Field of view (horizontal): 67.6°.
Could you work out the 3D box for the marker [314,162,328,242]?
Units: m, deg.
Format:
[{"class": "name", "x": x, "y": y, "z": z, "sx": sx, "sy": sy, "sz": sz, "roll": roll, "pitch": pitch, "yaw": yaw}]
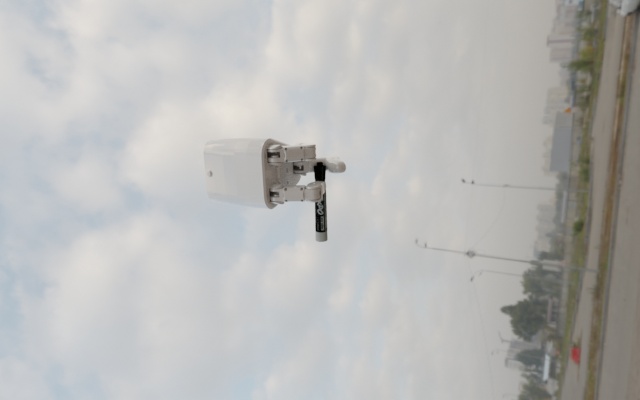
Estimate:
[{"class": "marker", "x": 0.000, "y": 0.002, "z": 0.719, "sx": 0.020, "sy": 0.121, "sz": 0.020, "roll": -1, "pitch": 13, "yaw": 0}]
